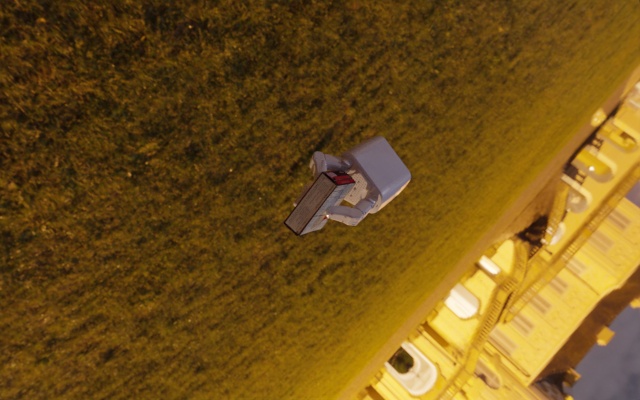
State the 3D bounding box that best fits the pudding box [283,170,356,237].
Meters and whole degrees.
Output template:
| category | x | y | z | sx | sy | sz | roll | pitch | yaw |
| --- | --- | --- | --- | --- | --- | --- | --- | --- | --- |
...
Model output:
| category | x | y | z | sx | sy | sz | roll | pitch | yaw |
| --- | --- | --- | --- | --- | --- | --- | --- | --- | --- |
| pudding box | 0.000 | 0.003 | 0.787 | 0.039 | 0.113 | 0.090 | 41 | 19 | 16 |
